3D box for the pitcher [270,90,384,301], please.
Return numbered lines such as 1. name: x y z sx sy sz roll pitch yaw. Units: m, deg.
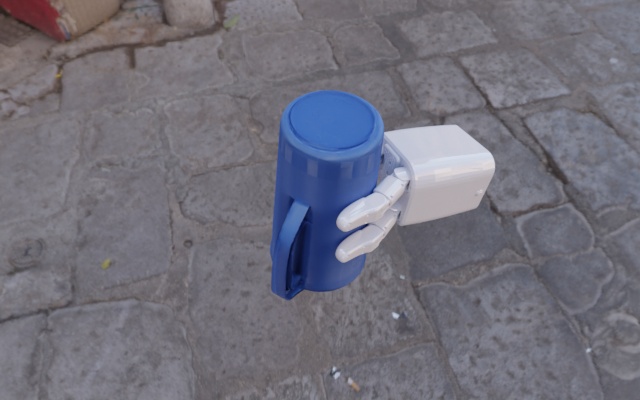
1. pitcher: 0.000 0.002 0.568 0.145 0.149 0.243 -9 -39 -12
